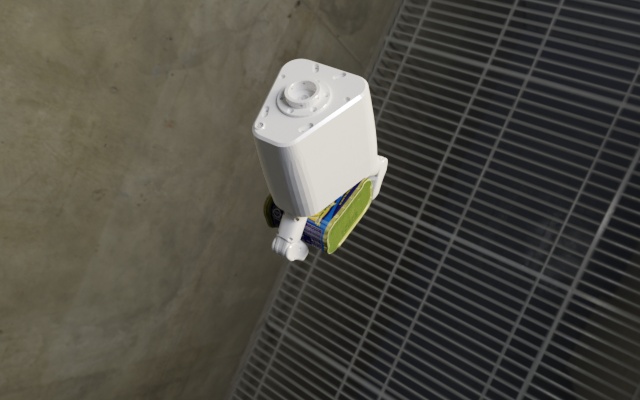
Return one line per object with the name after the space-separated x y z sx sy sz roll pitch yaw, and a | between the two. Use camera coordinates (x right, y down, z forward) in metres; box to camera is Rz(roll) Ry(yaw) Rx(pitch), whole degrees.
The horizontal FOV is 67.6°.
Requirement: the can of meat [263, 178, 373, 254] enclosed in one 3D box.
0.000 0.002 0.544 0.084 0.102 0.057 25 -31 25 | can of meat
